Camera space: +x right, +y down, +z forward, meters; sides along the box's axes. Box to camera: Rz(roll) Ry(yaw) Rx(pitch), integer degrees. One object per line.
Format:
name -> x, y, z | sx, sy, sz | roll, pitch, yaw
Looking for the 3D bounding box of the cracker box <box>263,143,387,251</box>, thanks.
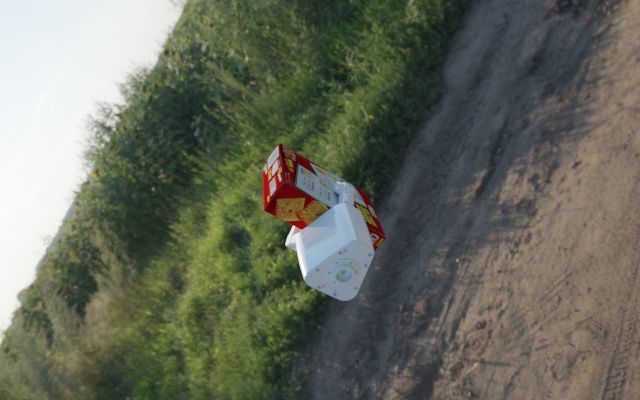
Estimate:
cracker box -> 0.000, 0.003, 0.865 | 0.214, 0.072, 0.164 | 29, 22, -22
